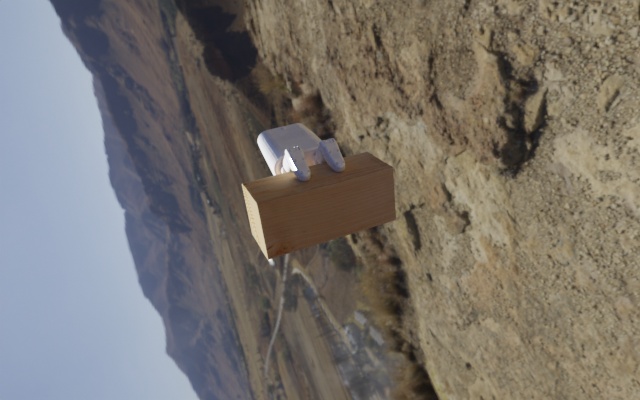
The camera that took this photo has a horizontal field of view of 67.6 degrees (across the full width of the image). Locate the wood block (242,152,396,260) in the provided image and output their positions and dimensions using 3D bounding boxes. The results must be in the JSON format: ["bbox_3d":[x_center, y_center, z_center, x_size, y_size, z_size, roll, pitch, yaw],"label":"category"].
[{"bbox_3d":[0.000,0.003,0.714,0.206,0.091,0.090,-16,27,-17],"label":"wood block"}]
